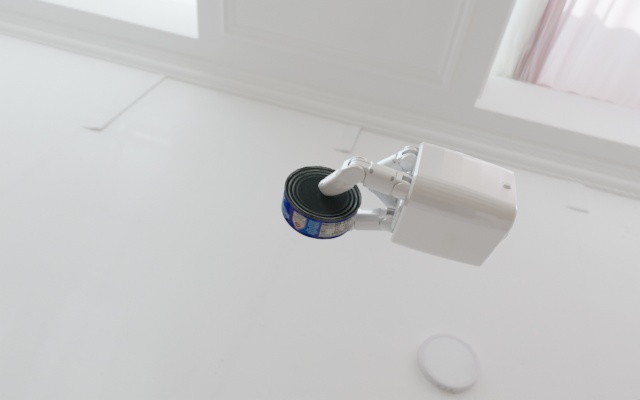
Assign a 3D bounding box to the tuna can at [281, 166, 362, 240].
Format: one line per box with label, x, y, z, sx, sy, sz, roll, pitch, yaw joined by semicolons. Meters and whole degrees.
tuna can;0.000;0.002;0.528;0.086;0.034;0.086;8;43;-8
